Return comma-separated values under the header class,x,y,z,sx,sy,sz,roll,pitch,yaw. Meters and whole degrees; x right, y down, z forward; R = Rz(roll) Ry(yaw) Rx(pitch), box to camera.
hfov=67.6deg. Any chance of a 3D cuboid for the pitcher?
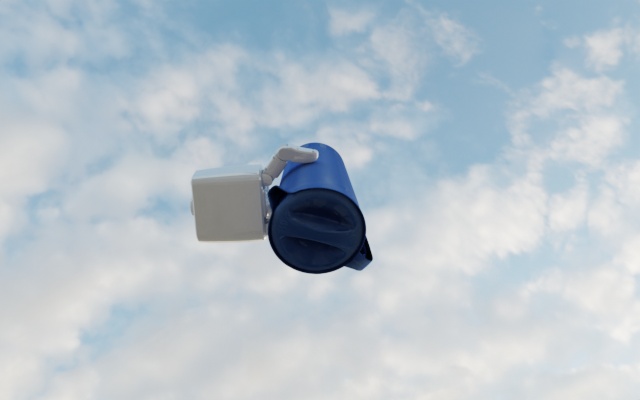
class,x,y,z,sx,sy,sz,roll,pitch,yaw
pitcher,0.000,0.002,0.746,0.145,0.149,0.242,-4,25,1
